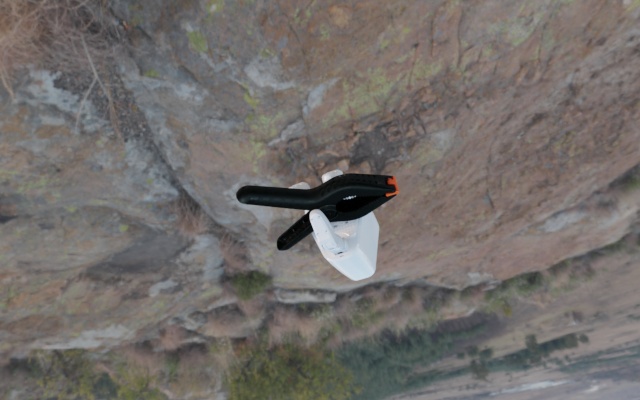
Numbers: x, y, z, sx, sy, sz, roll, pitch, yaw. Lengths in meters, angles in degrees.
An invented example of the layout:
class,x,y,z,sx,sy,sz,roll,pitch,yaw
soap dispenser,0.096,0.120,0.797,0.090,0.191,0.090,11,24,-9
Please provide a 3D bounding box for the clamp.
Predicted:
class,x,y,z,sx,sy,sz,roll,pitch,yaw
clamp,0.001,0.003,0.655,0.210,0.036,0.165,-19,-33,14
